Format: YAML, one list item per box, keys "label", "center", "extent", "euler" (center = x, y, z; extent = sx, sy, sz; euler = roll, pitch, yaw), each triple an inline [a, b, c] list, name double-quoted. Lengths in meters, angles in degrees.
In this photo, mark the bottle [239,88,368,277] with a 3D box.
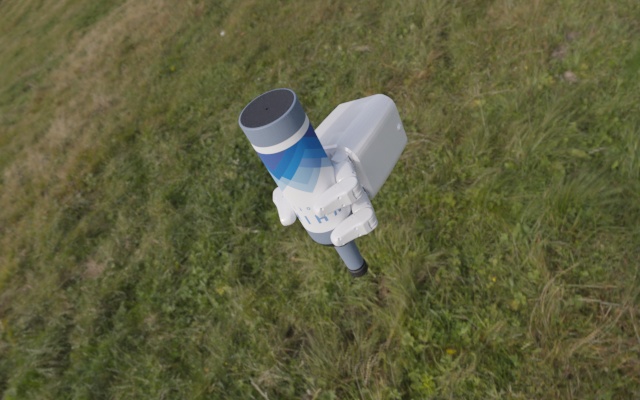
- label: "bottle"
  center: [0.000, 0.002, 0.587]
  extent: [0.069, 0.069, 0.296]
  euler: [0, -41, 30]
